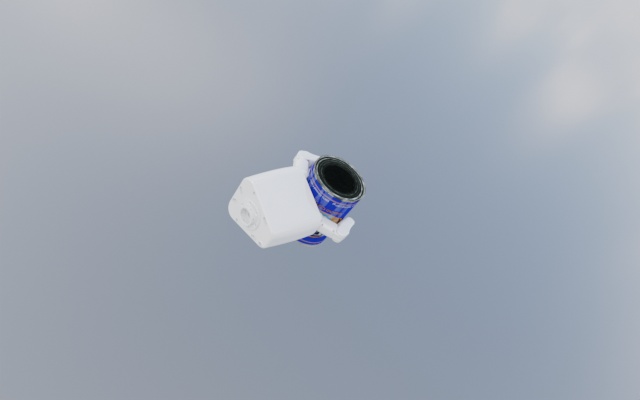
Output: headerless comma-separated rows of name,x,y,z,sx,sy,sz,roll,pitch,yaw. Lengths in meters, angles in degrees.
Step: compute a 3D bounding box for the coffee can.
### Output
coffee can,0.000,0.003,0.851,0.103,0.102,0.140,0,-37,-37
